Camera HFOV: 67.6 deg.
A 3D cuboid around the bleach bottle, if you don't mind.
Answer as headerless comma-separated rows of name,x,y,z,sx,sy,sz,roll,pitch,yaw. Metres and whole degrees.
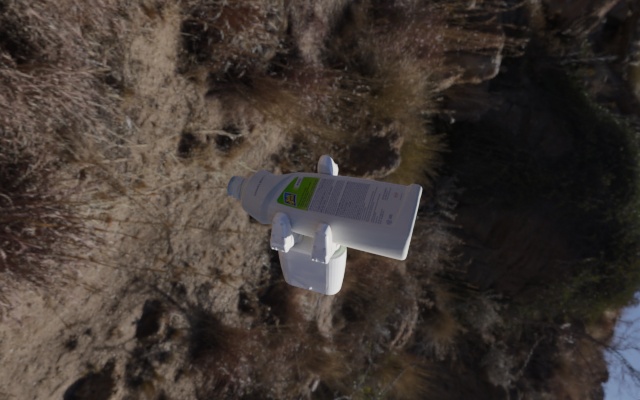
bleach bottle,0.000,0.002,0.636,0.251,0.102,0.068,13,-40,11
